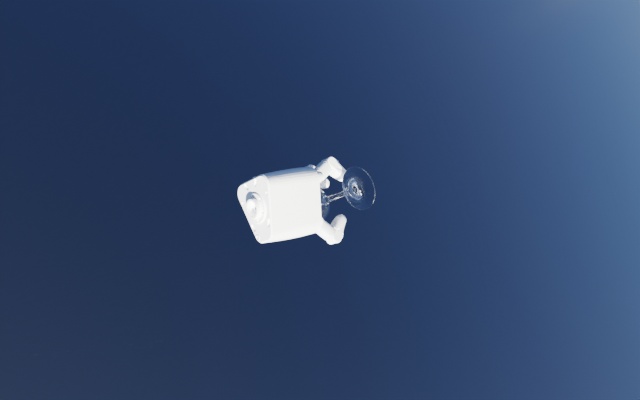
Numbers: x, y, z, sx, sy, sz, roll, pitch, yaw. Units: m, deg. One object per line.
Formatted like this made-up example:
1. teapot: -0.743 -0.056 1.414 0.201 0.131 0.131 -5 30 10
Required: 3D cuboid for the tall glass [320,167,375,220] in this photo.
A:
1. tall glass: 0.001 0.003 0.860 0.079 0.079 0.201 0 -14 -41
